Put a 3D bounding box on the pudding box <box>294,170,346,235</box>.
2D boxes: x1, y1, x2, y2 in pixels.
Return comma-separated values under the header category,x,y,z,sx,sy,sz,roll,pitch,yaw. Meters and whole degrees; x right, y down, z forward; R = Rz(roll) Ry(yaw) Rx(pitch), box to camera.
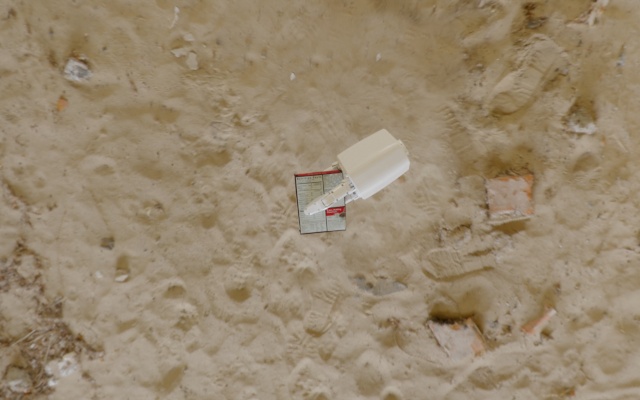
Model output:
category,x,y,z,sx,sy,sz,roll,pitch,yaw
pudding box,0.000,0.003,0.876,0.090,0.113,0.039,-5,9,-2
